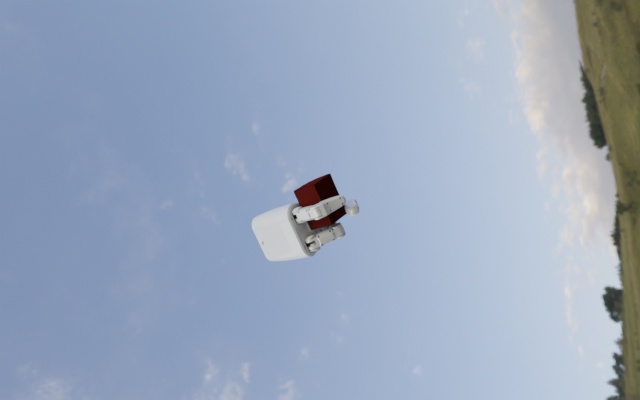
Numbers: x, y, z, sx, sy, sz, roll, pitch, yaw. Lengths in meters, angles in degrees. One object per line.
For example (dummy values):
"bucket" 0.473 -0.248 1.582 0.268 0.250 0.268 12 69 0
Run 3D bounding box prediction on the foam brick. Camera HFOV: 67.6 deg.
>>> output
"foam brick" 0.000 0.002 0.822 0.051 0.078 0.053 -15 13 42
